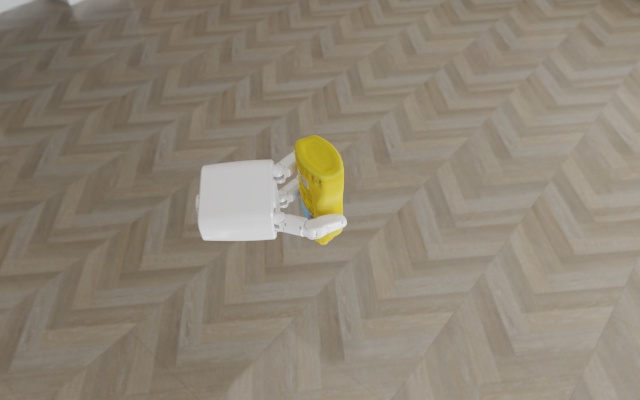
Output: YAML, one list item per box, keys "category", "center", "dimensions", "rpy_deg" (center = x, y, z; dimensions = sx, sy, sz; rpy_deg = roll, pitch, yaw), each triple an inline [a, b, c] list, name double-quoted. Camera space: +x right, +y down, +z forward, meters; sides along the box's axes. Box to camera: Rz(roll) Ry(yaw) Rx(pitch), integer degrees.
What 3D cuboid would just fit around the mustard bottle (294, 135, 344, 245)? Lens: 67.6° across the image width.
- category: "mustard bottle"
  center: [0.000, 0.002, 0.723]
  dimensions: [0.058, 0.192, 0.096]
  rpy_deg: [-22, 50, -17]
